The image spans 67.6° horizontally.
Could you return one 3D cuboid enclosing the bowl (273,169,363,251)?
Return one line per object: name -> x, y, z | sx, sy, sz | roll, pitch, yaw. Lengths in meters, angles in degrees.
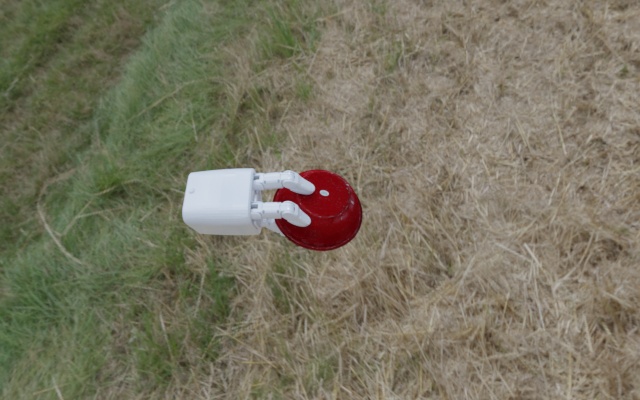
bowl -> 0.001, 0.002, 0.815 | 0.162, 0.162, 0.055 | 0, -31, -12
